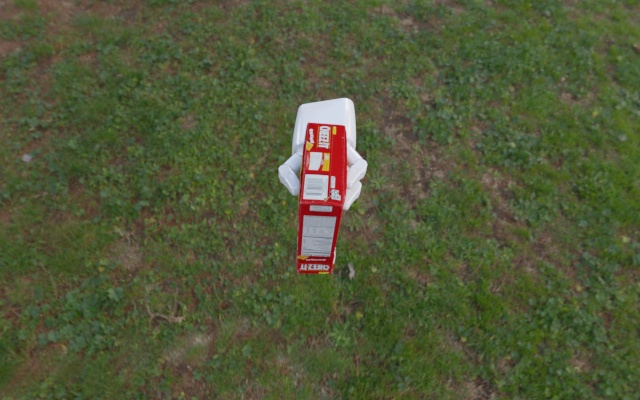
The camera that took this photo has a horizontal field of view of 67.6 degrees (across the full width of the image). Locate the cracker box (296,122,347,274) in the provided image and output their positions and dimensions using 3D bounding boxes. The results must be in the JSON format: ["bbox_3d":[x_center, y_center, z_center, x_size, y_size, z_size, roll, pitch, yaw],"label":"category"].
[{"bbox_3d":[0.000,0.003,0.803,0.072,0.164,0.214,4,-36,-1],"label":"cracker box"}]
